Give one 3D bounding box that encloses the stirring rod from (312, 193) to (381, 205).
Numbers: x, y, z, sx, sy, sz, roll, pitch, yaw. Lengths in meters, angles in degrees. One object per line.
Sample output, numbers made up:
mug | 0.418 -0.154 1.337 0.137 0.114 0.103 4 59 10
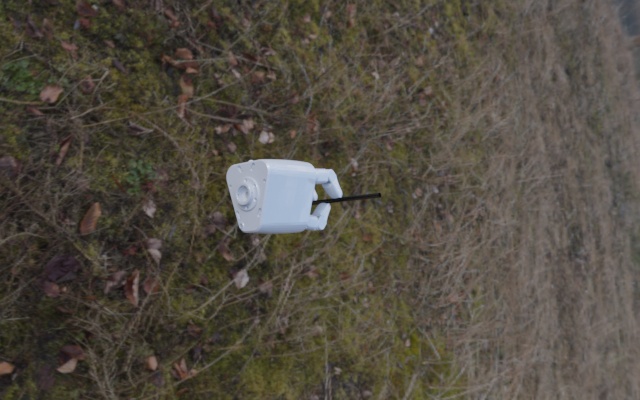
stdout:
stirring rod | 0.000 0.003 0.839 0.239 0.011 0.011 -7 -4 37
